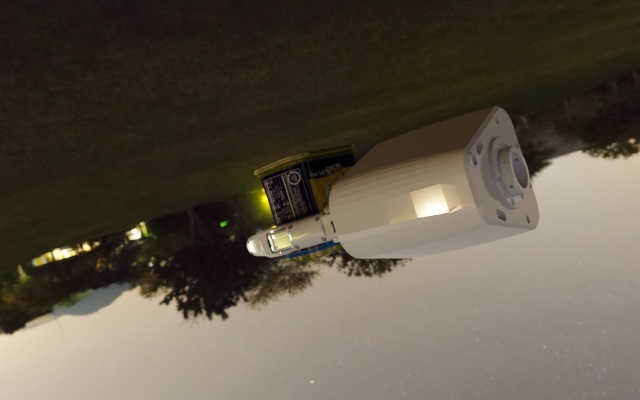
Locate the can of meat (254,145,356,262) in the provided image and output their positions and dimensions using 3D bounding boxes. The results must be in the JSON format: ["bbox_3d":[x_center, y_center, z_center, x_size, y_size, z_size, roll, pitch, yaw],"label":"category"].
[{"bbox_3d":[0.000,0.002,0.423,0.057,0.084,0.102,-18,0,36],"label":"can of meat"}]
